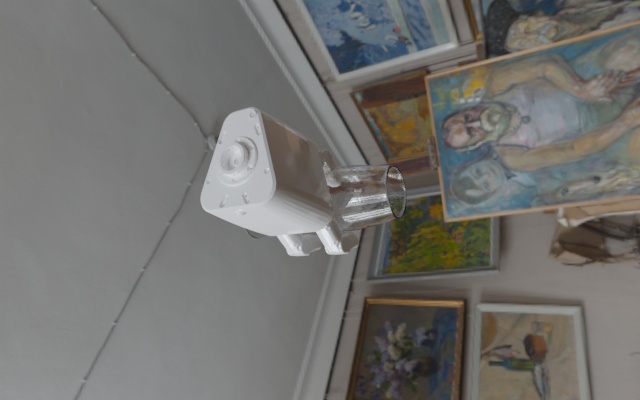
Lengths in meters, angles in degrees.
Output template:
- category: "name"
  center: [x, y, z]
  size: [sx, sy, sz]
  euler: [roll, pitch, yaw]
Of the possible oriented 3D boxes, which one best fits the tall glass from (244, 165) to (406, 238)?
- category: "tall glass"
  center: [0.000, 0.002, 0.587]
  size: [0.201, 0.079, 0.079]
  euler: [-8, -4, 29]
